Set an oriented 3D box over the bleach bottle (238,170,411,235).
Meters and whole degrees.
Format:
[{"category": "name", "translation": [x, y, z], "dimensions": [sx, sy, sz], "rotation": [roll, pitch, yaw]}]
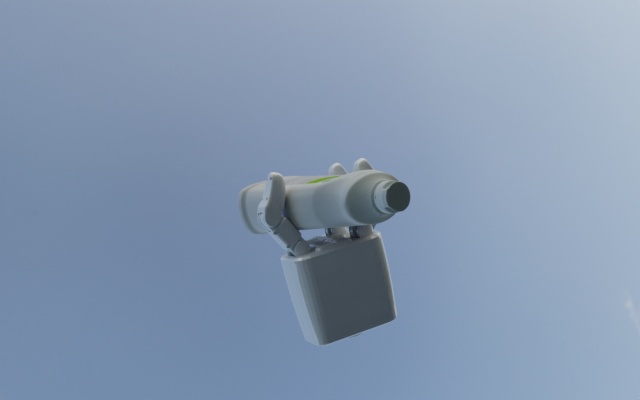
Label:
[{"category": "bleach bottle", "translation": [0.000, 0.002, 0.538], "dimensions": [0.102, 0.068, 0.251], "rotation": [-18, 8, -30]}]
